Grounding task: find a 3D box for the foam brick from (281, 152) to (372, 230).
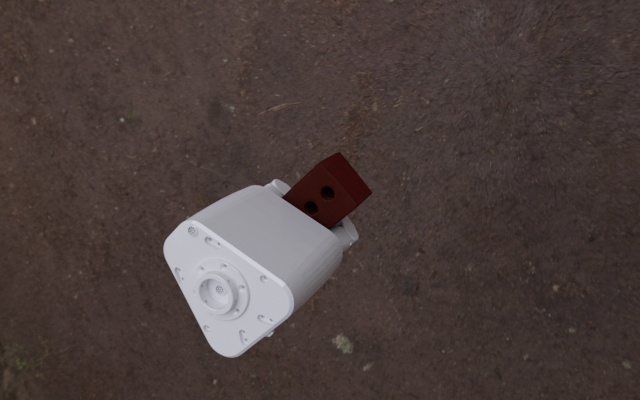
[{"bbox_3d":[0.000,0.001,0.453,0.078,0.053,0.051,-42,-4,25],"label":"foam brick"}]
